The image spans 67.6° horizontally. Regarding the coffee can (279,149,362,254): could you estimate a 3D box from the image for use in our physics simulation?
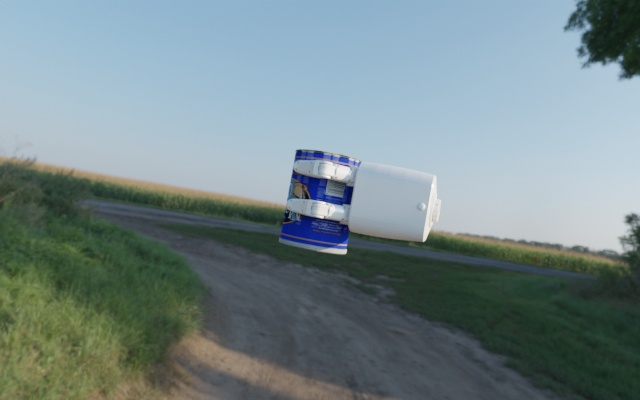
[{"bbox_3d":[0.000,0.002,0.718,0.103,0.140,0.103,10,-1,0],"label":"coffee can"}]
